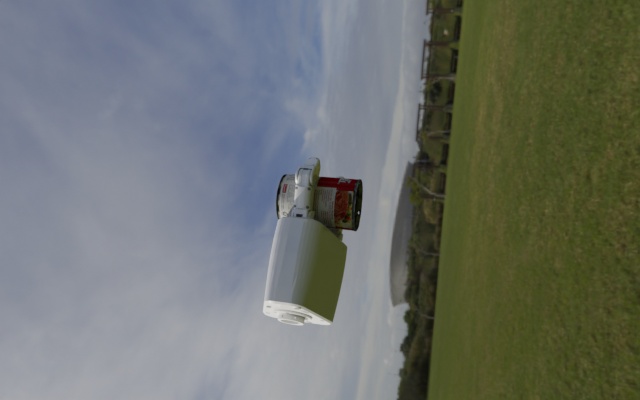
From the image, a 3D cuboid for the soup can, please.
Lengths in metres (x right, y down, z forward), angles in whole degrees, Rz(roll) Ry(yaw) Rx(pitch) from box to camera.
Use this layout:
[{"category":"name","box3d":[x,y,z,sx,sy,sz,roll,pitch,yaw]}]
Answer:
[{"category":"soup can","box3d":[0.000,0.002,0.625,0.102,0.068,0.068,5,1,12]}]
